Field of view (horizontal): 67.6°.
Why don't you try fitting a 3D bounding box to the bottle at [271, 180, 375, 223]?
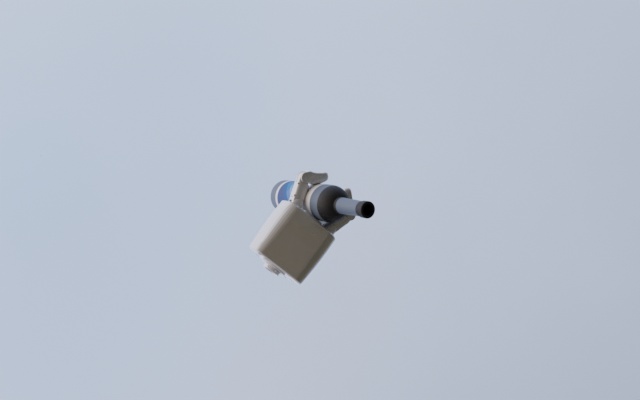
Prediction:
[{"bbox_3d":[0.000,0.003,0.867,0.069,0.069,0.295,0,5,-30],"label":"bottle"}]
